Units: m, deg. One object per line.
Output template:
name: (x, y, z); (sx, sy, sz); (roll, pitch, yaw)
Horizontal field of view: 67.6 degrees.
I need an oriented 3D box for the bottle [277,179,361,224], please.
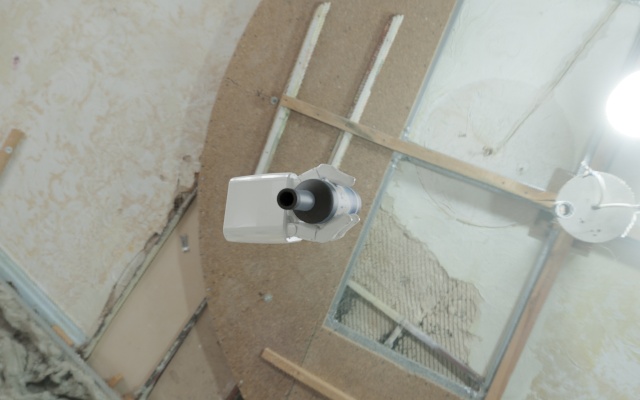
bottle: (0.000, 0.002, 0.729); (0.069, 0.069, 0.296); (0, -2, 17)
